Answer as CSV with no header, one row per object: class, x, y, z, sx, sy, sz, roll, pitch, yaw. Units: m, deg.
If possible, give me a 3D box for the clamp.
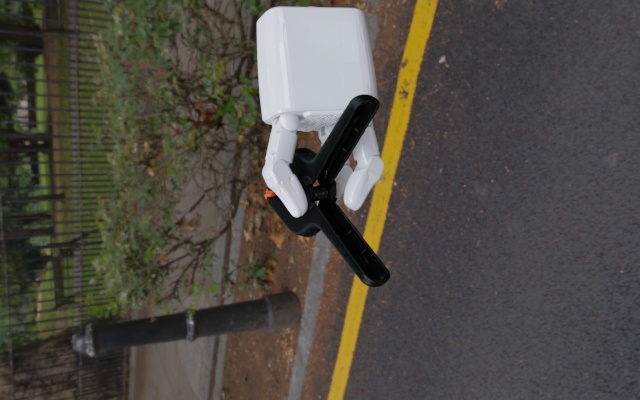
clamp,-0.001,0.001,0.481,0.036,0.164,0.210,-4,-4,-30
